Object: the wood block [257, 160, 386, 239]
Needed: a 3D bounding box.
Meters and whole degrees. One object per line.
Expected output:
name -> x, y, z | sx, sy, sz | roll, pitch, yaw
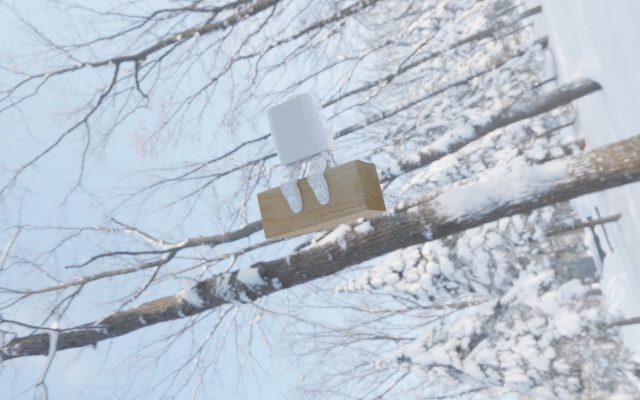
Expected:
wood block -> 0.000, 0.002, 0.860 | 0.206, 0.090, 0.091 | -17, -9, 27
